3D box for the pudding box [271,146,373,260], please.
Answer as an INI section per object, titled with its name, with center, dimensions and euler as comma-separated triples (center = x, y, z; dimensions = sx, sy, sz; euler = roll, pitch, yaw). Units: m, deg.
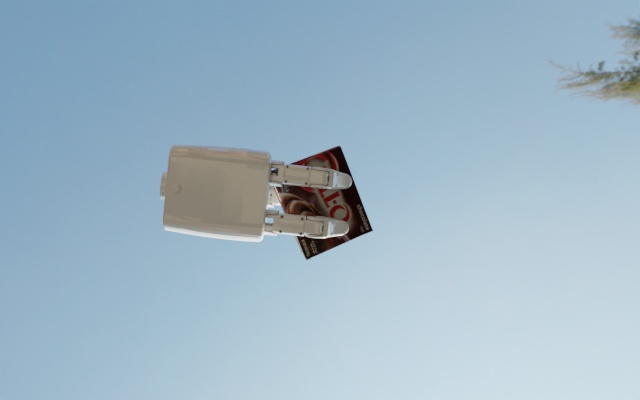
[pudding box]
center = 0.000, 0.002, 0.575
dimensions = 0.090, 0.113, 0.039
euler = -23, 7, -10
